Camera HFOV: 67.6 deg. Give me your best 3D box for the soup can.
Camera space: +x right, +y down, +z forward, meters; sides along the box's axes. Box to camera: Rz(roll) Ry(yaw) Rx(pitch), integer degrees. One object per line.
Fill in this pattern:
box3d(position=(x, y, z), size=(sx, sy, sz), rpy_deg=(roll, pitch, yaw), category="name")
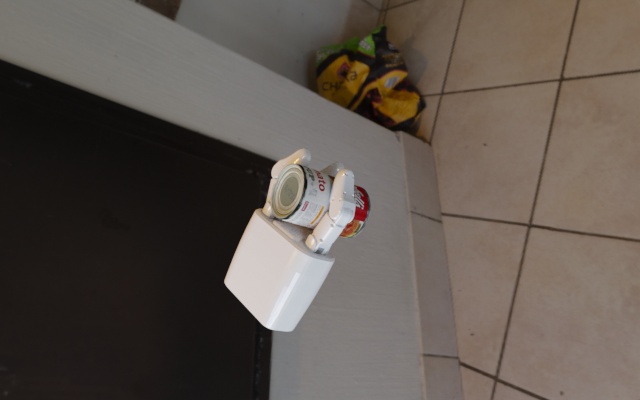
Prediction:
box3d(position=(0.000, 0.001, 0.568), size=(0.102, 0.068, 0.068), rpy_deg=(18, -11, -36), category="soup can")
